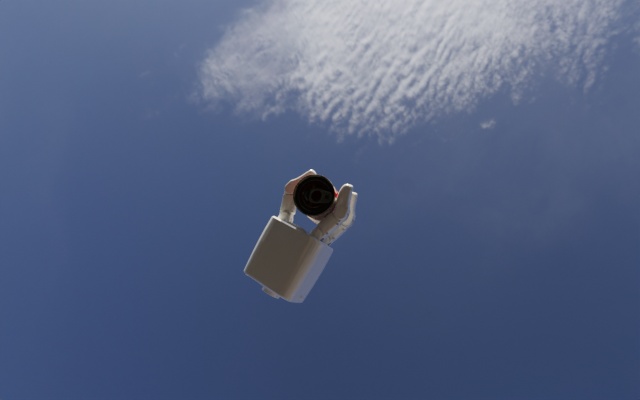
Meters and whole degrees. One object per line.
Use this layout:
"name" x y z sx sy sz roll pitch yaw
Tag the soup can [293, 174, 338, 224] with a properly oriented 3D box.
"soup can" 0.000 0.002 0.799 0.068 0.068 0.102 0 -13 13
